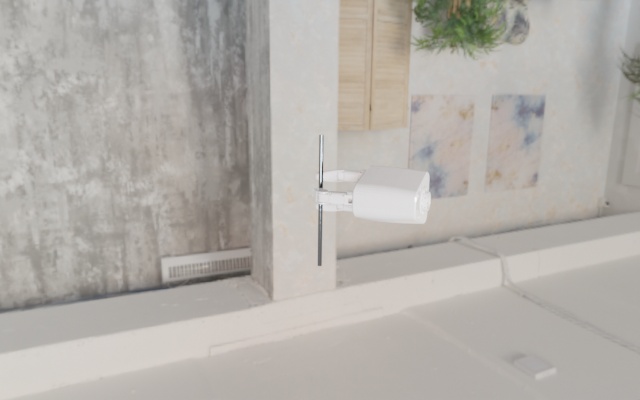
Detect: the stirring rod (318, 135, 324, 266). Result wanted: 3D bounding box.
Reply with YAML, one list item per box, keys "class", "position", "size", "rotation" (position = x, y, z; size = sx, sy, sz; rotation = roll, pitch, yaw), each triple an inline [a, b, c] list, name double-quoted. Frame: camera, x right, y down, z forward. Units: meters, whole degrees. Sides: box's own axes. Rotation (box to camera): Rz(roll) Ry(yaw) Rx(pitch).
- class: "stirring rod"
  position: [0.000, 0.003, 0.860]
  size: [0.011, 0.239, 0.011]
  rotation: [1, 12, 0]
